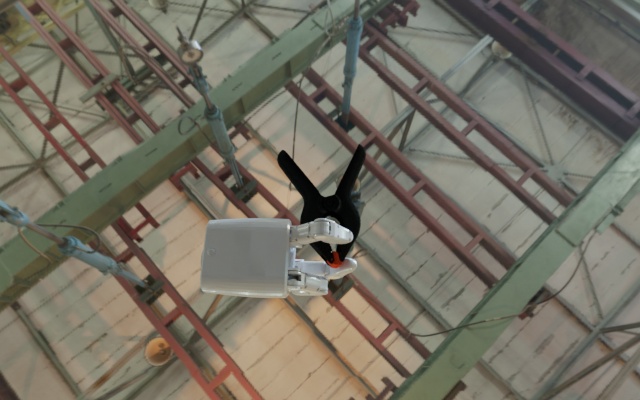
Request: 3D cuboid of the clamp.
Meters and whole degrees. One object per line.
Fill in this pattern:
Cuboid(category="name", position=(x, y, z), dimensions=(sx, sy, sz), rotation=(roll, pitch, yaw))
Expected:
Cuboid(category="clamp", position=(0.000, 0.002, 0.632), dimensions=(0.120, 0.171, 0.039), rotation=(1, -19, 1))
